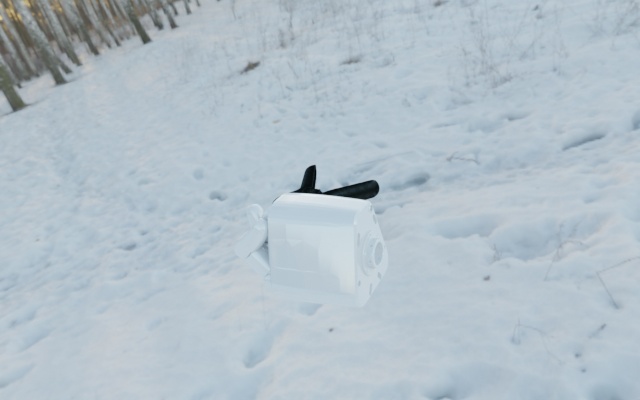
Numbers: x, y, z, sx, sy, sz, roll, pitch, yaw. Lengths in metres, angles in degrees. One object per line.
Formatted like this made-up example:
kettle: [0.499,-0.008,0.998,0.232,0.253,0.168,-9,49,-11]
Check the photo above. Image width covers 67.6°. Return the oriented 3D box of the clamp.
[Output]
clamp: [0.000,0.002,0.634,0.120,0.039,0.171,6,33,28]
